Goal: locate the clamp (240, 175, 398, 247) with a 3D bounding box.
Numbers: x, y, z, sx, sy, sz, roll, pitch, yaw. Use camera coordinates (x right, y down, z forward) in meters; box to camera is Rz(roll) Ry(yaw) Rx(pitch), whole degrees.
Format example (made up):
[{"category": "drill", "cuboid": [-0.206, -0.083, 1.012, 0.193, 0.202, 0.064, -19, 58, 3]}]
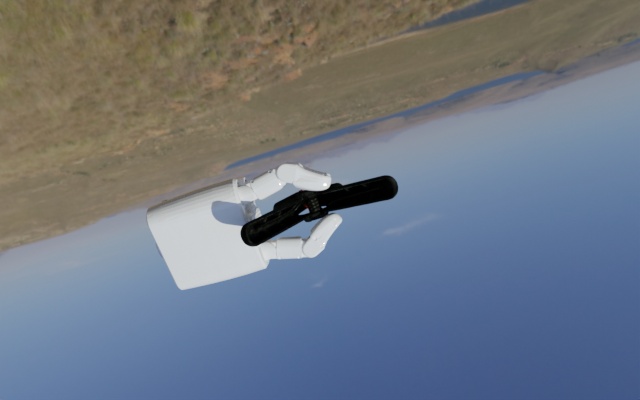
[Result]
[{"category": "clamp", "cuboid": [0.000, 0.003, 0.561, 0.164, 0.036, 0.210, -17, 5, 2]}]
